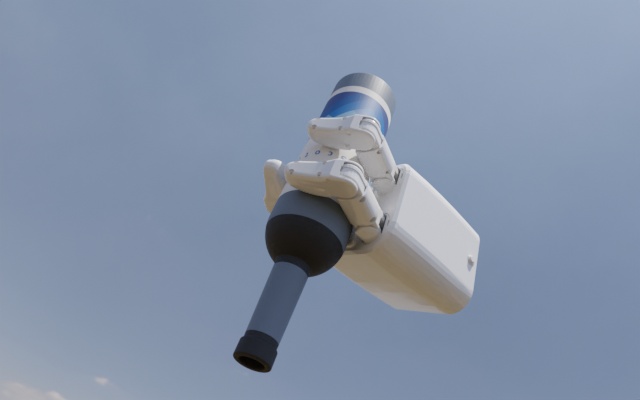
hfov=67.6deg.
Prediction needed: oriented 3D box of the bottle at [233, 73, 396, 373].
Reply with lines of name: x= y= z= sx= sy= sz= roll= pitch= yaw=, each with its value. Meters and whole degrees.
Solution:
bottle: x=0.000 y=0.001 z=0.405 sx=0.069 sy=0.295 sz=0.069 roll=14 pitch=-39 yaw=12
